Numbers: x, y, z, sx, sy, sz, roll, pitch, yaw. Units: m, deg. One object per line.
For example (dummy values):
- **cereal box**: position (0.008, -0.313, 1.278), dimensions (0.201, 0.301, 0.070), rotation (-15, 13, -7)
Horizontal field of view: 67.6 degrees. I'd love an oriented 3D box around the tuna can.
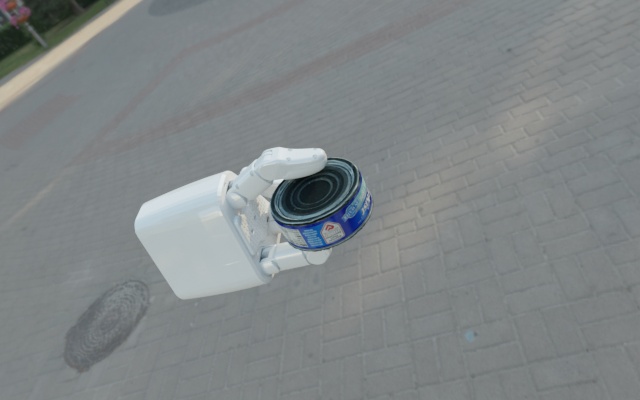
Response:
- **tuna can**: position (0.000, 0.001, 0.414), dimensions (0.086, 0.034, 0.086), rotation (-17, 38, 14)
